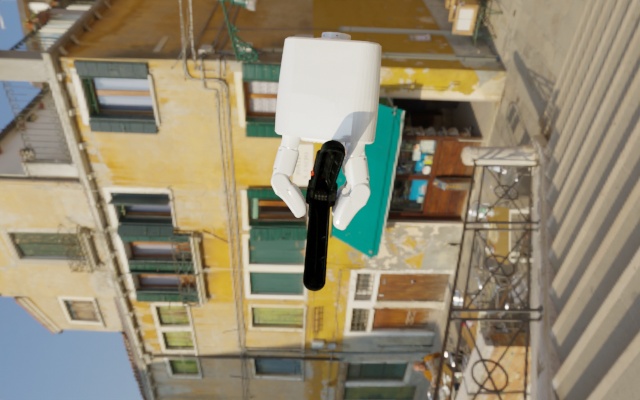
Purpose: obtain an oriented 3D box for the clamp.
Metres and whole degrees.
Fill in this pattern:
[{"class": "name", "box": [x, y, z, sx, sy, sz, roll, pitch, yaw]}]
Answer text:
[{"class": "clamp", "box": [-0.001, 0.001, 0.575, 0.036, 0.164, 0.210, 8, 12, -3]}]
